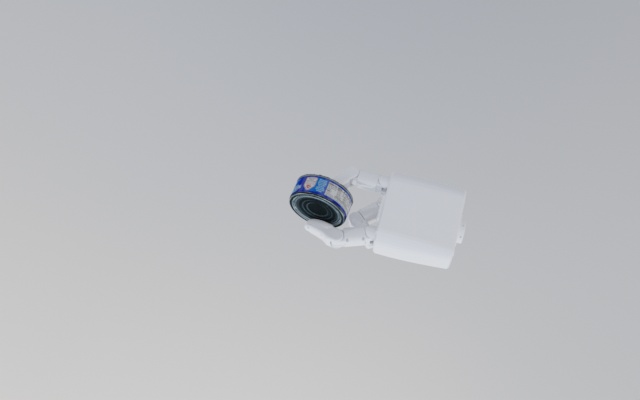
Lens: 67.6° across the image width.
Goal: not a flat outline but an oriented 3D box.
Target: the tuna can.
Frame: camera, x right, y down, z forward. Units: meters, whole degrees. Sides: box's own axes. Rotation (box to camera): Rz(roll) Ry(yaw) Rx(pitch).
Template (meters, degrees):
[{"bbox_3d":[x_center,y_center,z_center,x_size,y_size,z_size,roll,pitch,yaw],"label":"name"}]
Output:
[{"bbox_3d":[0.000,0.003,0.668,0.086,0.033,0.086,18,-30,10],"label":"tuna can"}]
